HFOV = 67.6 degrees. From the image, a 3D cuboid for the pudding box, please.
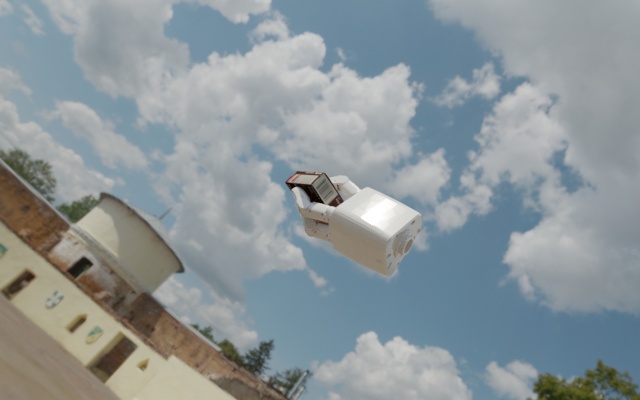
[{"bbox_3d":[0.000,0.003,0.830,0.039,0.113,0.090,-43,26,-24],"label":"pudding box"}]
